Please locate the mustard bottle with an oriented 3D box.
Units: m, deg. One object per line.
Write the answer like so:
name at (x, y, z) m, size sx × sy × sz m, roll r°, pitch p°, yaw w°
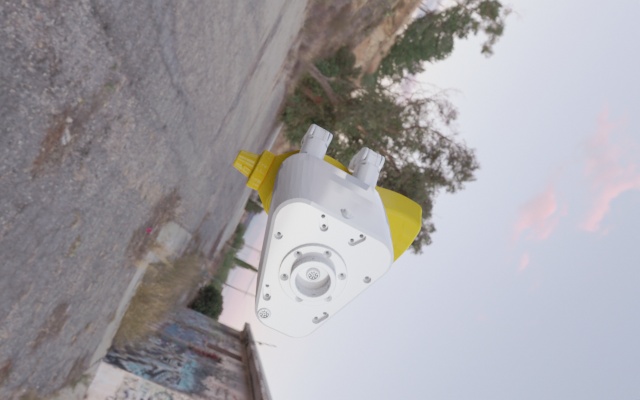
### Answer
mustard bottle at (0.000, 0.002, 0.490) m, size 0.191 × 0.058 × 0.096 m, roll 27°, pitch -47°, yaw -10°
